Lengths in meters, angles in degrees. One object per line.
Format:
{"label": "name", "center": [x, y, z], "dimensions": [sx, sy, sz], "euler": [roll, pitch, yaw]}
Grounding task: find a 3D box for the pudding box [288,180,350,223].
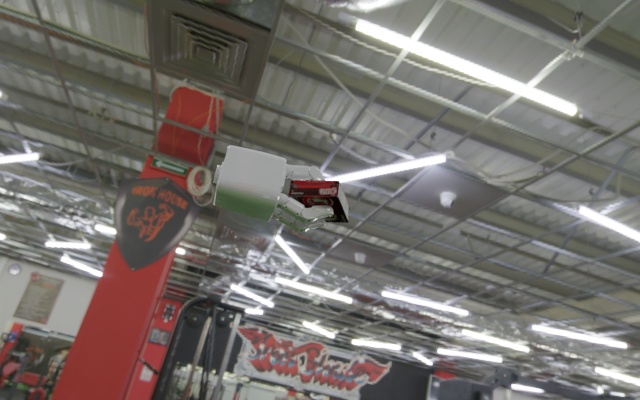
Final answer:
{"label": "pudding box", "center": [0.000, 0.003, 0.867], "dimensions": [0.090, 0.039, 0.113], "euler": [1, -24, 15]}
